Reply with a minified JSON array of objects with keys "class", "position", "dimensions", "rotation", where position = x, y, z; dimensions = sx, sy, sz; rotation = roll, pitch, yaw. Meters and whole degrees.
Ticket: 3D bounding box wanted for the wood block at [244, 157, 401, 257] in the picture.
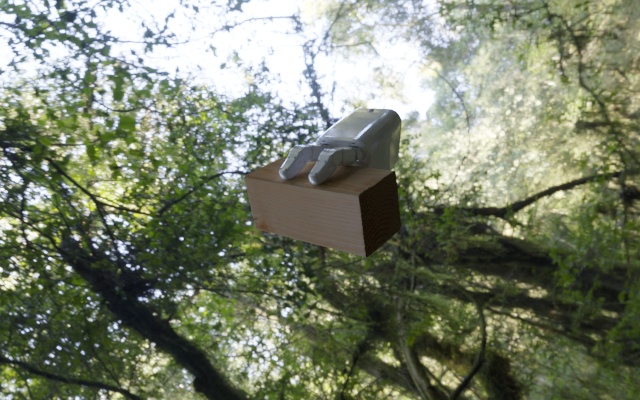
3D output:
[{"class":"wood block","position":[0.000,0.002,0.682],"dimensions":[0.206,0.091,0.090],"rotation":[10,30,39]}]
